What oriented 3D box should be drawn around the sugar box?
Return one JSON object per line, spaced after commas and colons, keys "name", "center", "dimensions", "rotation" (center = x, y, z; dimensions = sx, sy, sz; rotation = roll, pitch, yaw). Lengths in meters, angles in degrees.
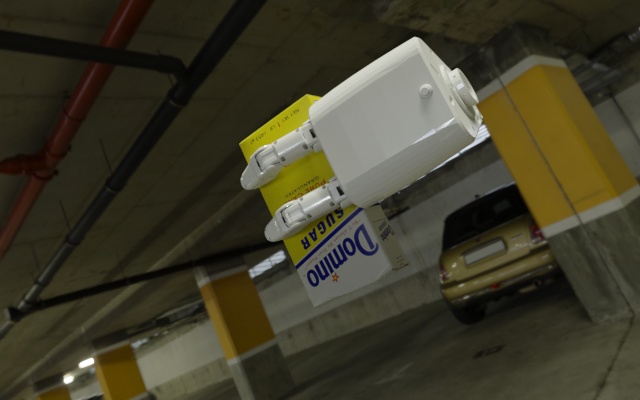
{"name": "sugar box", "center": [0.000, 0.001, 0.448], "dimensions": [0.093, 0.176, 0.048], "rotation": [-31, -12, 28]}
